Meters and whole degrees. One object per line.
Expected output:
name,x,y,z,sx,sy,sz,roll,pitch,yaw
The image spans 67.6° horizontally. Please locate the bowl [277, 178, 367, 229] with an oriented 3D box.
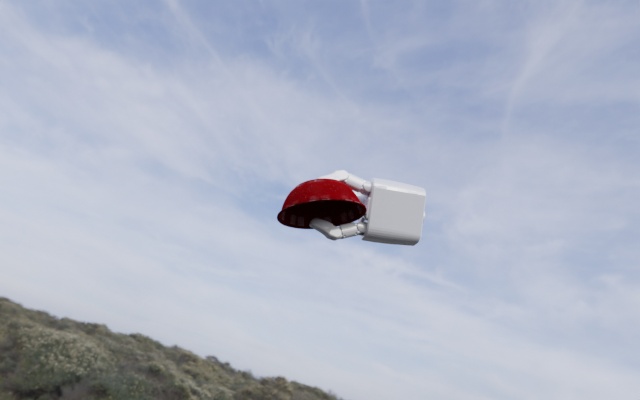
bowl,-0.001,0.002,0.861,0.162,0.055,0.162,-5,-20,-2
